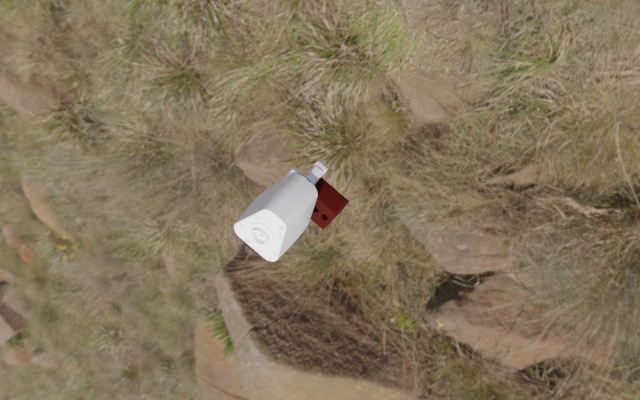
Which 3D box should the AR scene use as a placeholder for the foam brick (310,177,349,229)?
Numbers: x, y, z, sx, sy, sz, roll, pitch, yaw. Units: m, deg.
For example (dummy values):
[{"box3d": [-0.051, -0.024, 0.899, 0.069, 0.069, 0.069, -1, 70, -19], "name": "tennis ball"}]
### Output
[{"box3d": [0.000, 0.003, 0.863, 0.053, 0.078, 0.051, -48, 2, 44], "name": "foam brick"}]
